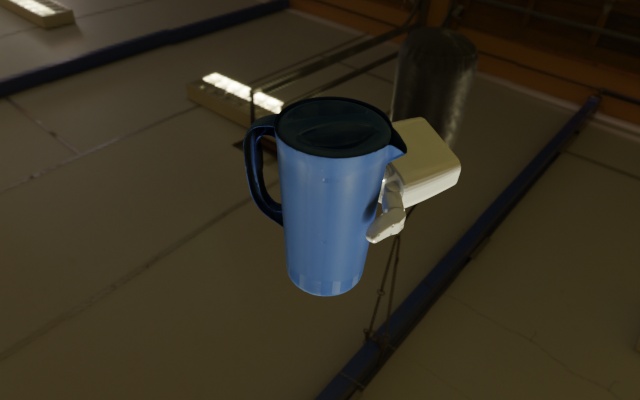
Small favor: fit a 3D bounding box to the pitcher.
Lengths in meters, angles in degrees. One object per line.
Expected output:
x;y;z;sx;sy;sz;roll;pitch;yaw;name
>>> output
0.000;0.002;0.600;0.145;0.243;0.149;-21;45;-27;pitcher
